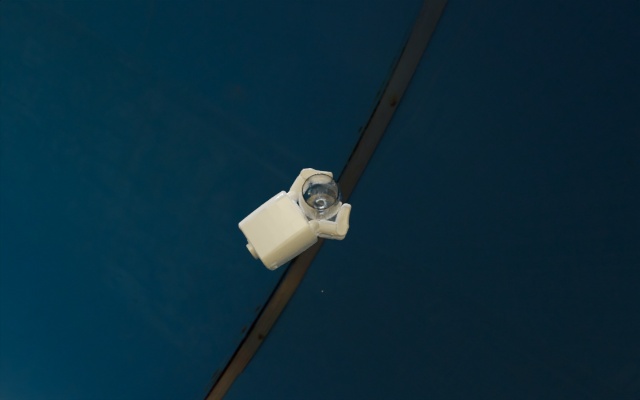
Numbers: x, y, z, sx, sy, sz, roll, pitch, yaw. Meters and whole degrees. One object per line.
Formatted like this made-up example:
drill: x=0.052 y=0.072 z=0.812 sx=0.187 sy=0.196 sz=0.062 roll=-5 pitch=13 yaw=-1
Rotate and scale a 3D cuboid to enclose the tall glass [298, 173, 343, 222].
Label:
tall glass: x=0.000 y=0.003 z=0.884 sx=0.079 sy=0.079 sz=0.201 roll=0 pitch=-11 yaw=0
